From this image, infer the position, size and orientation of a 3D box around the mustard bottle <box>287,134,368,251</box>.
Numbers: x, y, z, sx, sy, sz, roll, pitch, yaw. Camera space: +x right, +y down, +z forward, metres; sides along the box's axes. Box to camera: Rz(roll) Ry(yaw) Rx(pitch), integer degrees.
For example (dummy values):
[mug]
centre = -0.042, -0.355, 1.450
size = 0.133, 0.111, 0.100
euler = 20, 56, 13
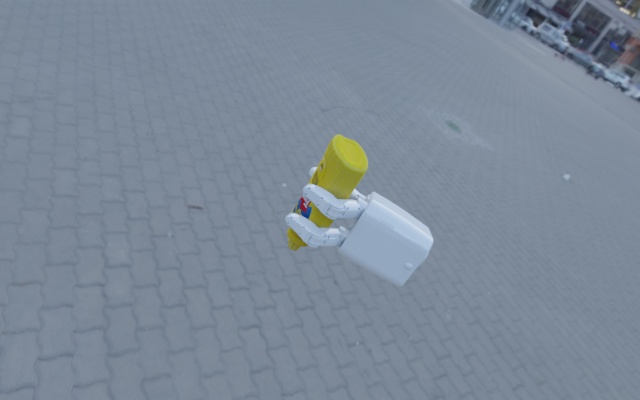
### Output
[mustard bottle]
centre = 0.000, 0.002, 0.711
size = 0.058, 0.192, 0.096
euler = 20, 31, -19
